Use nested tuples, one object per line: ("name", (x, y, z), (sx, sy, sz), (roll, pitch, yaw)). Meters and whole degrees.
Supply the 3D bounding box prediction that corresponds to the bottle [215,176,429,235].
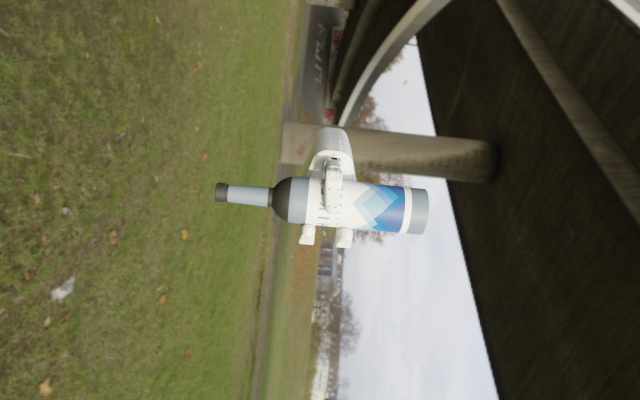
("bottle", (0.000, 0.002, 0.677), (0.296, 0.069, 0.069), (6, 0, -2))
